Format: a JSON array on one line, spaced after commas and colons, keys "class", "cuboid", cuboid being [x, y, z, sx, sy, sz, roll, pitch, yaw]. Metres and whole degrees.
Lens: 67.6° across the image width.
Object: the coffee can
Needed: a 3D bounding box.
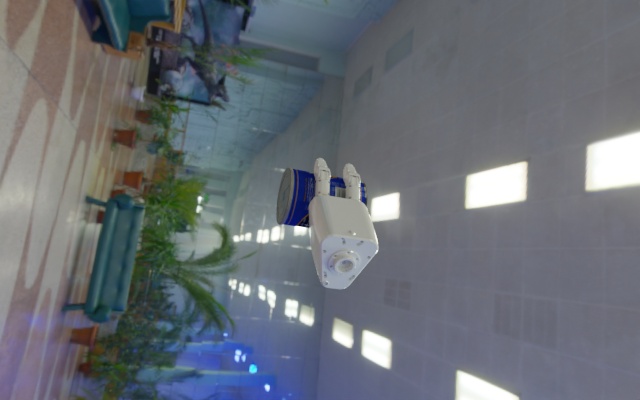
[{"class": "coffee can", "cuboid": [0.000, 0.003, 0.860, 0.140, 0.103, 0.103, 9, -3, -15]}]
